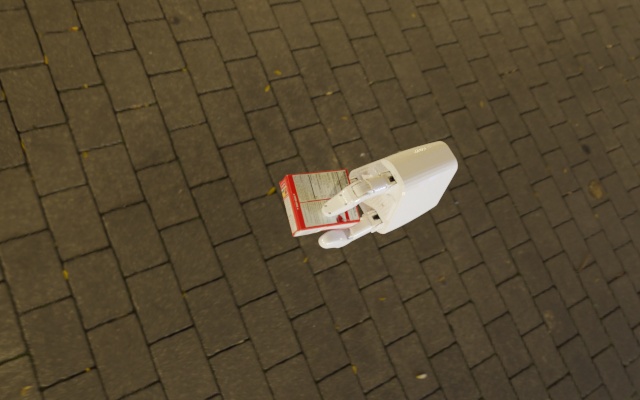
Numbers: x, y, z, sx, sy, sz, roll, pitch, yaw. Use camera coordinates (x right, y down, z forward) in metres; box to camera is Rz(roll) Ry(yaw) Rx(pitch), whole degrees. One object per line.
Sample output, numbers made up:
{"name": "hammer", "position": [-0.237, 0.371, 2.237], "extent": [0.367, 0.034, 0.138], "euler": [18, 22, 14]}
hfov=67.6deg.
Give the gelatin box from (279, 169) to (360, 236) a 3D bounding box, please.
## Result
{"name": "gelatin box", "position": [0.000, 0.002, 0.604], "extent": [0.089, 0.073, 0.030], "euler": [-7, -17, -27]}
